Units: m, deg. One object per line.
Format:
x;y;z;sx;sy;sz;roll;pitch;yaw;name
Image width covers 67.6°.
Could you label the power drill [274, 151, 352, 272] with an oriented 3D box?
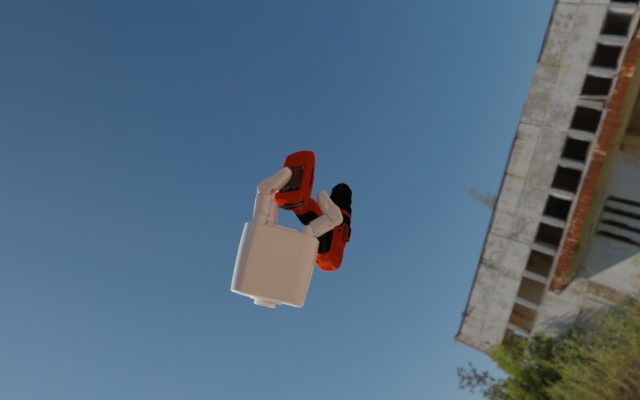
0.000;0.003;0.821;0.057;0.184;0.188;-11;-42;26;power drill
